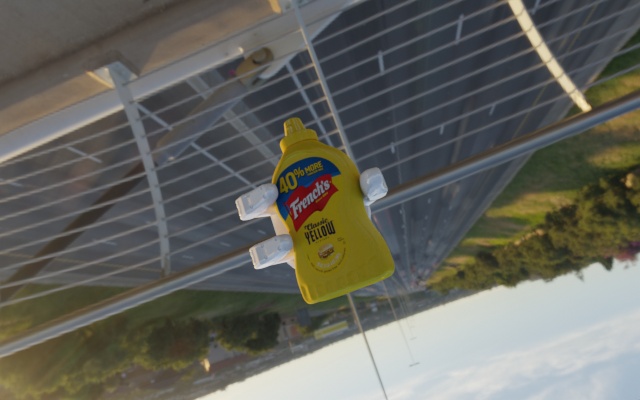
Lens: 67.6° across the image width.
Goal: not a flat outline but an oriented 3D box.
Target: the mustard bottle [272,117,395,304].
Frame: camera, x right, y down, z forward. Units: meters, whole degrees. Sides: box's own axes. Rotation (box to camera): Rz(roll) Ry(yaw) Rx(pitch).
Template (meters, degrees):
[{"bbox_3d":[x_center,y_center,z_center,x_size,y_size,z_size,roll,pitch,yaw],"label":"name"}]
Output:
[{"bbox_3d":[0.000,0.002,0.494,0.096,0.191,0.058,-26,-15,25],"label":"mustard bottle"}]
